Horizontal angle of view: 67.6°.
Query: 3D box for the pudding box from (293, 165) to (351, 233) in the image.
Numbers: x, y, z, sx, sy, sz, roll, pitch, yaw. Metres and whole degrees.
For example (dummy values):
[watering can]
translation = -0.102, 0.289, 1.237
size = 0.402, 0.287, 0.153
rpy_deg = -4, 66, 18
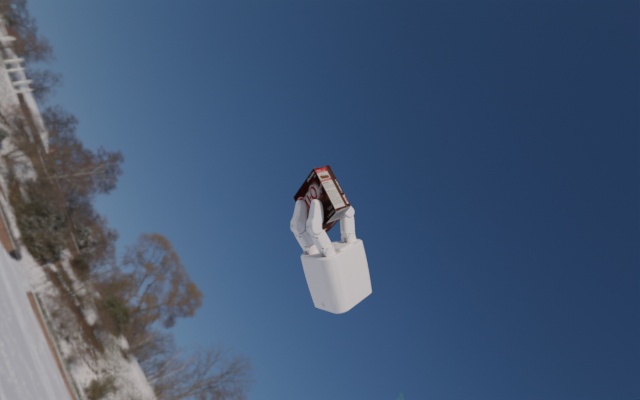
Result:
[pudding box]
translation = 0.000, 0.003, 0.864
size = 0.039, 0.090, 0.113
rpy_deg = -17, -20, -33
